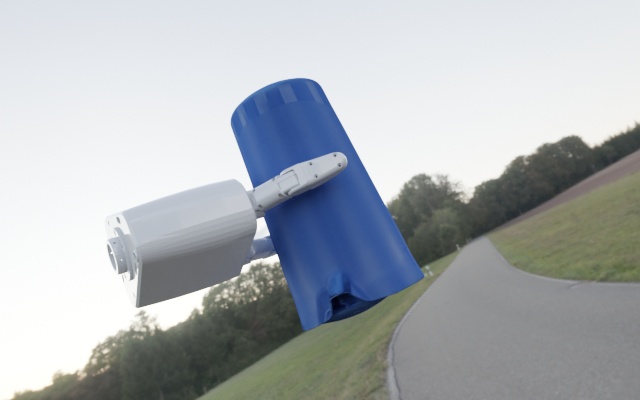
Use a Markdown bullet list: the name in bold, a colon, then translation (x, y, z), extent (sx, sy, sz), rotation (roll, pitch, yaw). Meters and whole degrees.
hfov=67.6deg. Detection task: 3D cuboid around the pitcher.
- **pitcher**: translation (0.000, 0.002, 0.511), extent (0.145, 0.243, 0.149), rotation (-18, -11, -31)
